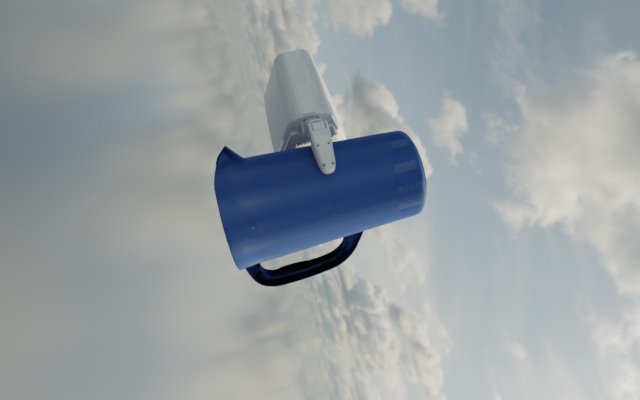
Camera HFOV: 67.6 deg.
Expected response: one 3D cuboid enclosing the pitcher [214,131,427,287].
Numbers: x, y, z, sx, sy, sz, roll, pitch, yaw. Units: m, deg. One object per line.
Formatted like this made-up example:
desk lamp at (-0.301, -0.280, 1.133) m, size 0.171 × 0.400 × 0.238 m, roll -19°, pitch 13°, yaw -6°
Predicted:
pitcher at (0.000, 0.002, 0.587) m, size 0.243 × 0.145 × 0.149 m, roll -13°, pitch -25°, yaw -5°
